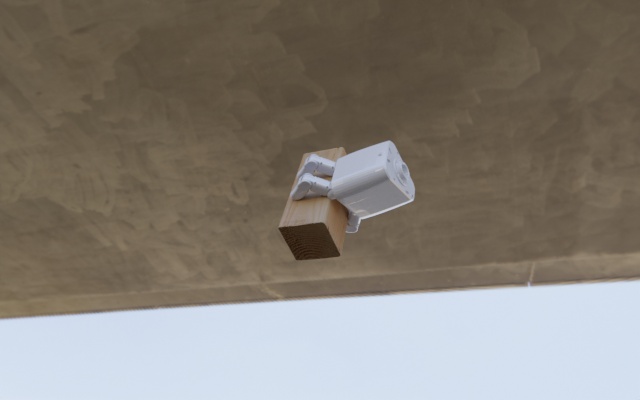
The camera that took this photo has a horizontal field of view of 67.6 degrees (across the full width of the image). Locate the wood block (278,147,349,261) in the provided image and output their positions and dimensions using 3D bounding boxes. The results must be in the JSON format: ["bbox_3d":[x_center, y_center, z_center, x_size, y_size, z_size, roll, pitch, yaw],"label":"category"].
[{"bbox_3d":[0.001,0.003,0.898,0.090,0.091,0.206,-8,40,22],"label":"wood block"}]
